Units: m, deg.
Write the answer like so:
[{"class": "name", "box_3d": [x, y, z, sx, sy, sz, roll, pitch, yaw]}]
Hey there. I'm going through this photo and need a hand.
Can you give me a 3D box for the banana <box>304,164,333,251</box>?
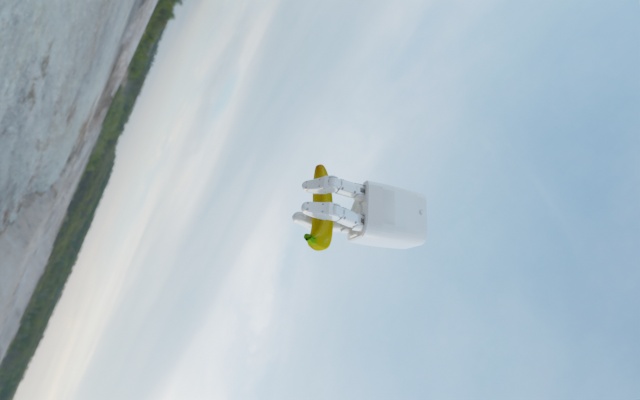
[{"class": "banana", "box_3d": [0.002, 0.019, 0.786, 0.037, 0.070, 0.197, -3, 37, 6]}]
